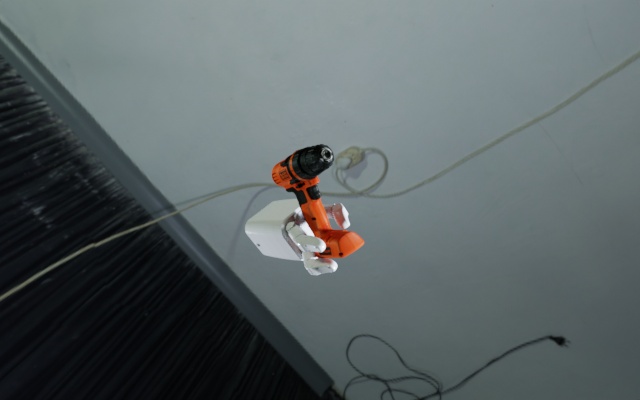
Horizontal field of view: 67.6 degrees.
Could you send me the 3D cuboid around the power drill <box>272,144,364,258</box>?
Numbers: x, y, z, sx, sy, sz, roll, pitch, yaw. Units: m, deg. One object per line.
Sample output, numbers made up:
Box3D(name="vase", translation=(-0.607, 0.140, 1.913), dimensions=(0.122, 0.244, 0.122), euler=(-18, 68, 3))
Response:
Box3D(name="power drill", translation=(0.000, 0.003, 0.793), dimensions=(0.057, 0.187, 0.184), euler=(-28, 6, -25))
